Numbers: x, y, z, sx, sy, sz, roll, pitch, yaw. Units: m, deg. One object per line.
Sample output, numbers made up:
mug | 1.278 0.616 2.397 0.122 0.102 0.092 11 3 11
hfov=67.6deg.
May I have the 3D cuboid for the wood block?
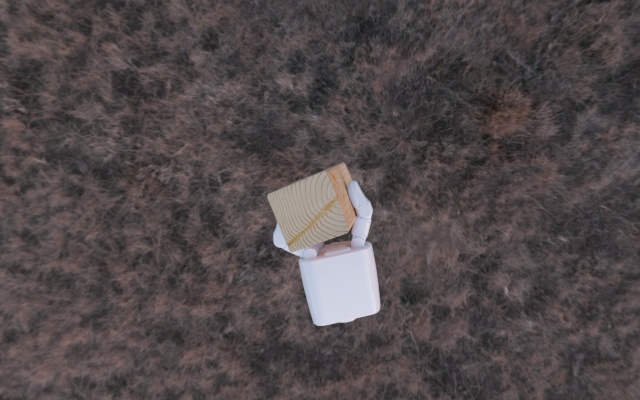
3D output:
wood block | 0.001 0.003 0.740 0.091 0.090 0.206 -21 4 12
